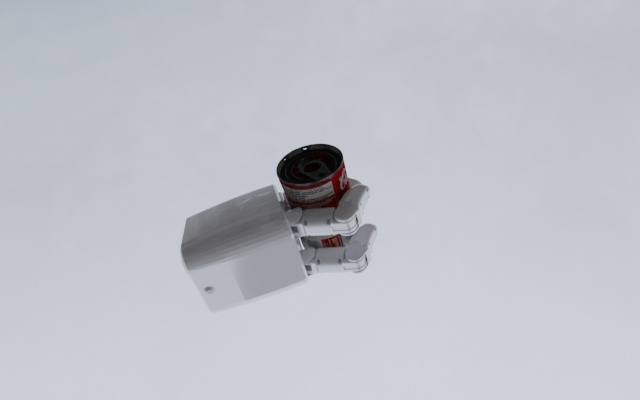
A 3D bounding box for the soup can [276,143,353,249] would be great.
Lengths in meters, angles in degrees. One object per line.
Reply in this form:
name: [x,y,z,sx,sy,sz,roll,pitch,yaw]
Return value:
soup can: [0.001,0.002,0.499,0.068,0.102,0.068,-10,38,8]
